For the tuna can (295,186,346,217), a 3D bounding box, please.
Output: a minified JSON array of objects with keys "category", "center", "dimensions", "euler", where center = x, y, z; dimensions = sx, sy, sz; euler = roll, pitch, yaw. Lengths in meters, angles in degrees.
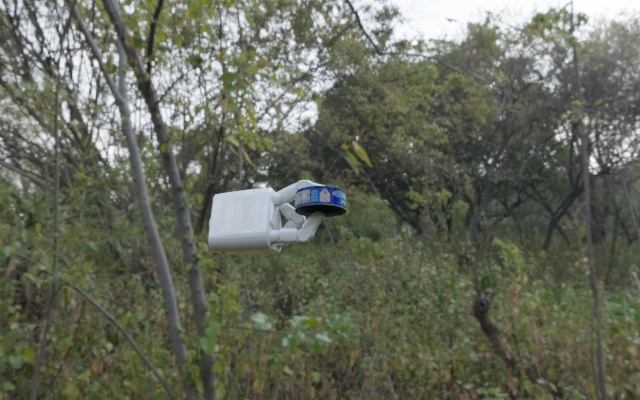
[{"category":"tuna can","center":[0.000,0.002,0.800],"dimensions":[0.086,0.033,0.086],"euler":[1,-15,0]}]
